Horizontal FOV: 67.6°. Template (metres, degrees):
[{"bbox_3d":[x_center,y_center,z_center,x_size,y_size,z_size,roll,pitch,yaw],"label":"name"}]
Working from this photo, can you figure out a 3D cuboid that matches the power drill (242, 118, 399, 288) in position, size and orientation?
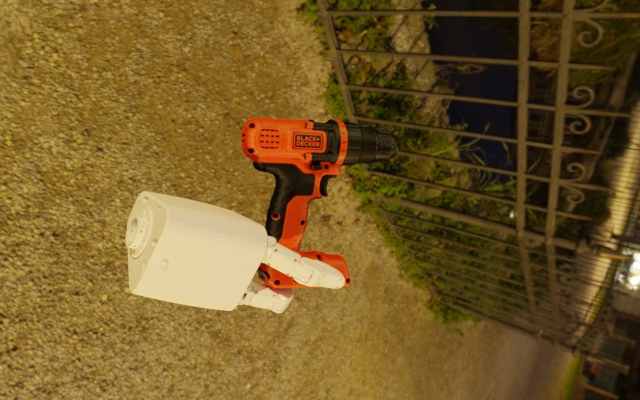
[{"bbox_3d":[0.000,0.002,0.544,0.184,0.187,0.057,1,3,-18],"label":"power drill"}]
